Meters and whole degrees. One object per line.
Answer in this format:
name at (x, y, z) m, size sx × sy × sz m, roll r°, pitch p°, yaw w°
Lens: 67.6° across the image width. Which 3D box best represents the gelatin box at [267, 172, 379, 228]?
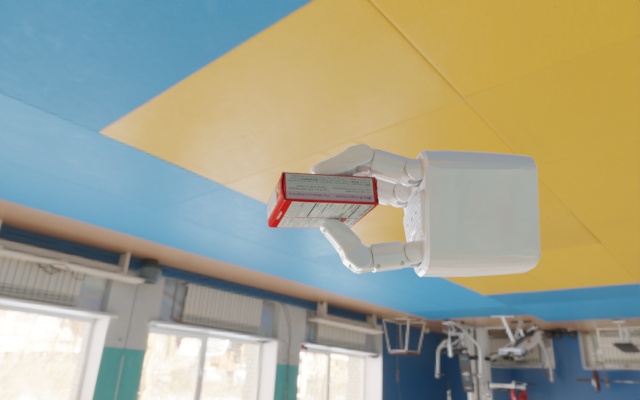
gelatin box at (0.000, 0.002, 0.445) m, size 0.089 × 0.030 × 0.073 m, roll 1°, pitch -21°, yaw -16°
